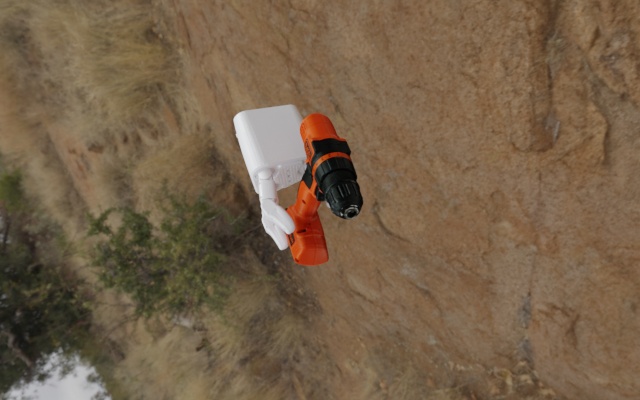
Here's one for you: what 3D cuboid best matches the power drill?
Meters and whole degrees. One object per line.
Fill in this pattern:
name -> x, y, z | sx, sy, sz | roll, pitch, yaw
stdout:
power drill -> 0.000, 0.002, 0.652 | 0.057, 0.188, 0.184 | 1, 43, -18
